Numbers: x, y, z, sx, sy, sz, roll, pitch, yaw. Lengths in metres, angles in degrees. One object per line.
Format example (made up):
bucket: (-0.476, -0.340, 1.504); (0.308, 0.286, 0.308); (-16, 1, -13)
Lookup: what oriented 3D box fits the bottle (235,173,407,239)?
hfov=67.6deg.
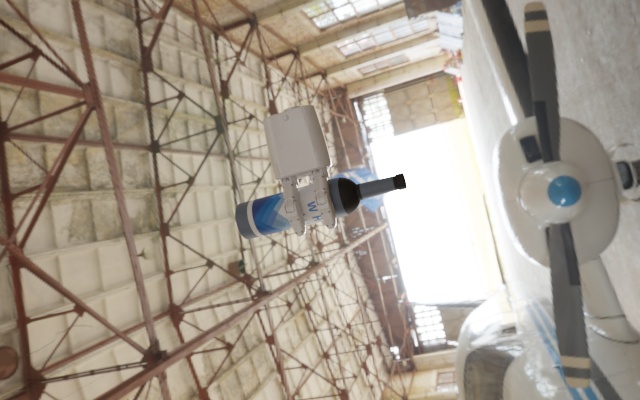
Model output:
bottle: (0.000, 0.003, 0.813); (0.296, 0.069, 0.069); (-14, -4, 16)
